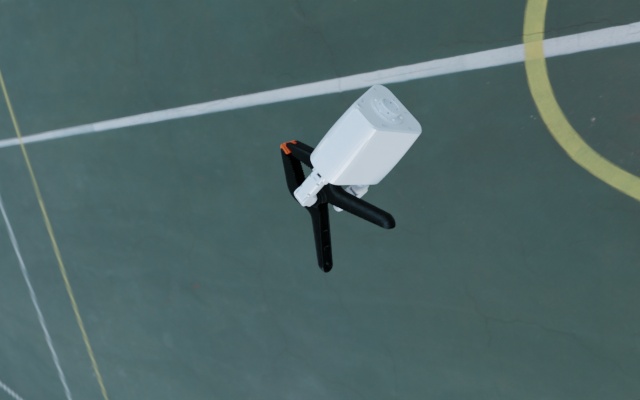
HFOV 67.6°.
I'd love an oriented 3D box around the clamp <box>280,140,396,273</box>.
[{"bbox_3d":[-0.001,0.002,0.735,0.036,0.210,0.165,-23,-20,-50],"label":"clamp"}]
